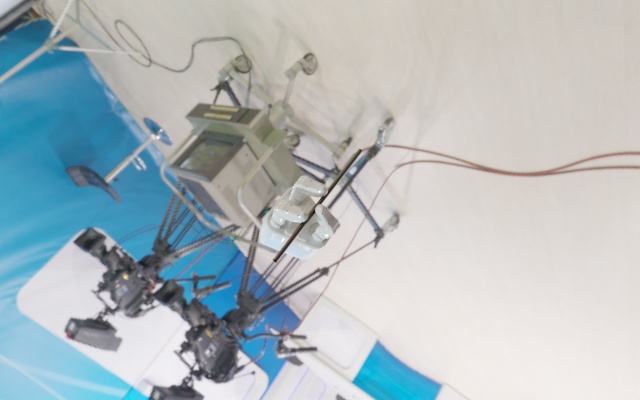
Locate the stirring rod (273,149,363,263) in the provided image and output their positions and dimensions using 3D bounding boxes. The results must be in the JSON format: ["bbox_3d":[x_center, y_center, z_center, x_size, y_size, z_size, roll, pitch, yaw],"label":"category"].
[{"bbox_3d":[0.000,0.002,0.748,0.011,0.239,0.011,30,-26,16],"label":"stirring rod"}]
